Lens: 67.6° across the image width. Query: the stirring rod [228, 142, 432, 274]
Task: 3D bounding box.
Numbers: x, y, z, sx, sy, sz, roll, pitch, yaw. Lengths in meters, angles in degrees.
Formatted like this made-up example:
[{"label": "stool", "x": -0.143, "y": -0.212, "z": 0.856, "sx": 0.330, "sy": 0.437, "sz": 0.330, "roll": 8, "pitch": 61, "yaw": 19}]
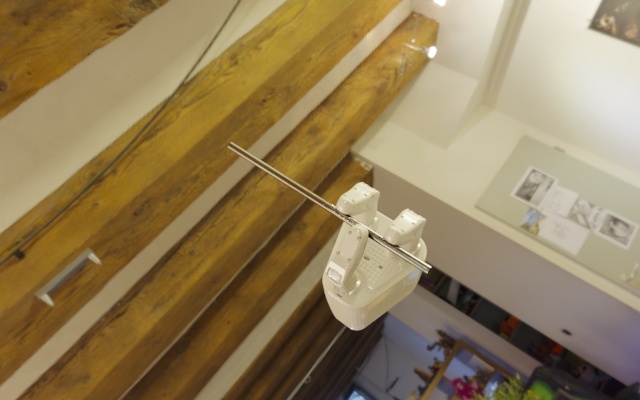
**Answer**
[{"label": "stirring rod", "x": 0.000, "y": 0.002, "z": 0.459, "sx": 0.239, "sy": 0.011, "sz": 0.011, "roll": 32, "pitch": 13, "yaw": 22}]
